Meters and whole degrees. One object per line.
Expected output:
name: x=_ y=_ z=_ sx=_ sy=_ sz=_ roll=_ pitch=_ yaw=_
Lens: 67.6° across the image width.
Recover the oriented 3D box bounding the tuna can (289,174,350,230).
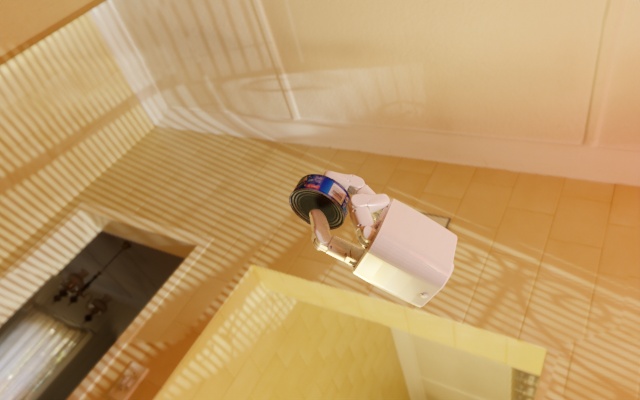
tuna can: x=0.000 y=0.002 z=0.689 sx=0.086 sy=0.033 sz=0.086 roll=19 pitch=-36 yaw=14
